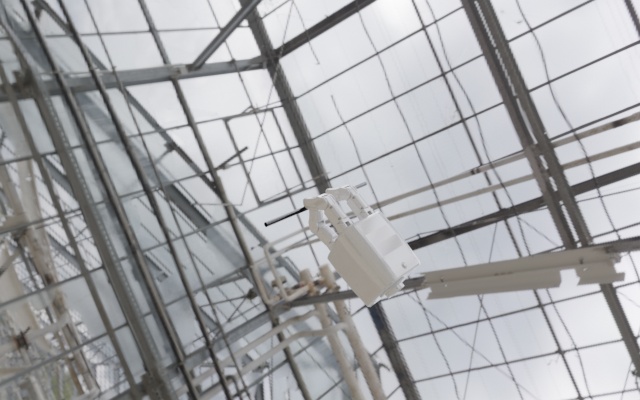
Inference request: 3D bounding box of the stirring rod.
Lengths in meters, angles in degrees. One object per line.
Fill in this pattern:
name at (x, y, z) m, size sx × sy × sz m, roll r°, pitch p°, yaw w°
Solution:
stirring rod at (0.000, 0.003, 0.797) m, size 0.011 × 0.011 × 0.239 m, roll 0°, pitch 16°, yaw 45°
